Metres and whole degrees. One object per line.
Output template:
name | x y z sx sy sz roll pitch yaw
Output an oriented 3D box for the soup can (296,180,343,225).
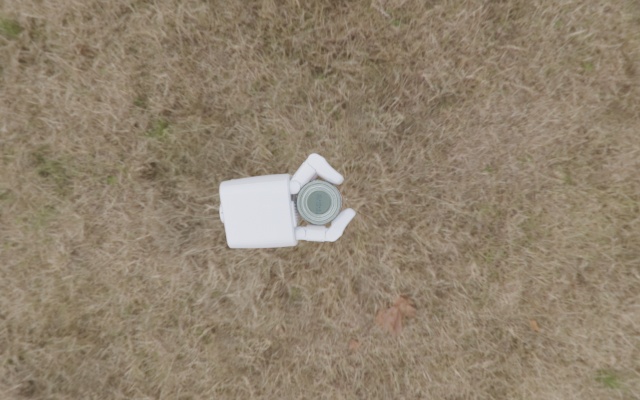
soup can | 0.001 0.003 0.742 0.068 0.068 0.102 0 0 3
